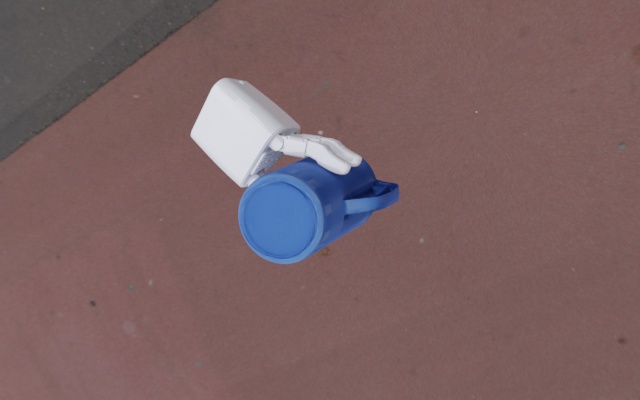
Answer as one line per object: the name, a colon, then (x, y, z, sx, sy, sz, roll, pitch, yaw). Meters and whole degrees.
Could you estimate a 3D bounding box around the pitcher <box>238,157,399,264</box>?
pitcher: (0.000, 0.002, 0.646, 0.149, 0.145, 0.243, -48, -7, 20)
